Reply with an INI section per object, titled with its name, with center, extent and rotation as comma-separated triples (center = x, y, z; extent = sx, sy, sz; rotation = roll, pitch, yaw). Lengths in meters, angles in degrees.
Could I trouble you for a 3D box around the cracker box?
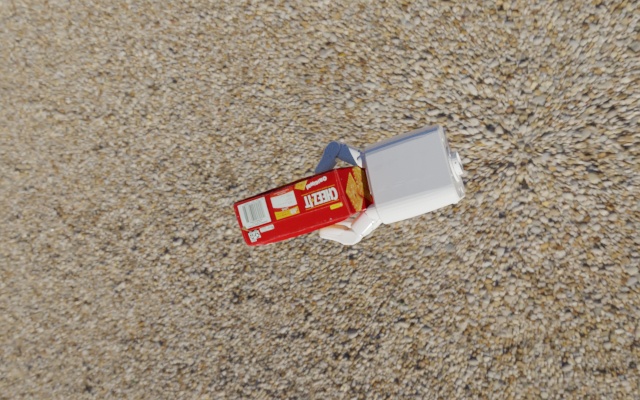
[cracker box]
center = 0.000, 0.002, 0.714
extent = 0.164, 0.072, 0.213
rotation = -18, -2, 24
